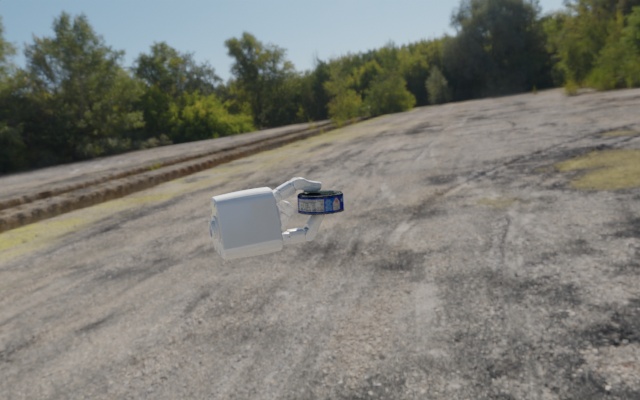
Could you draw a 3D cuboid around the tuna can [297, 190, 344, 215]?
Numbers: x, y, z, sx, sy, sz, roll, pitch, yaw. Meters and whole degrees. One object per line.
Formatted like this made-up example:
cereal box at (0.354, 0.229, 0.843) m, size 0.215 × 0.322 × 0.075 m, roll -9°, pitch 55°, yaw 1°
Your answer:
tuna can at (0.000, 0.002, 0.874) m, size 0.086 × 0.034 × 0.086 m, roll -3°, pitch 8°, yaw 0°
